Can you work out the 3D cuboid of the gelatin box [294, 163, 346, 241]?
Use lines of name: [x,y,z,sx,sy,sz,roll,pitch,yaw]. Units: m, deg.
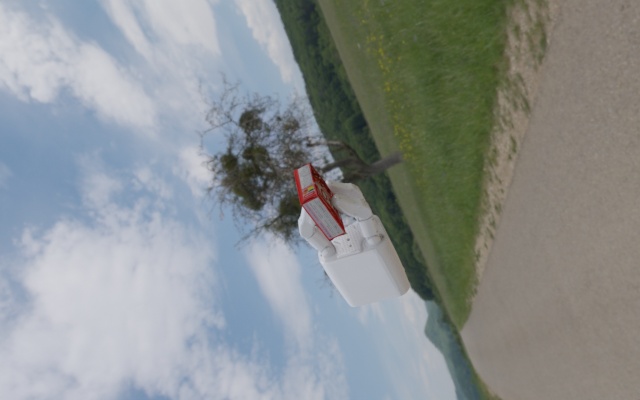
gelatin box: [0.000,0.002,0.668,0.030,0.073,0.089,-27,-49,12]
